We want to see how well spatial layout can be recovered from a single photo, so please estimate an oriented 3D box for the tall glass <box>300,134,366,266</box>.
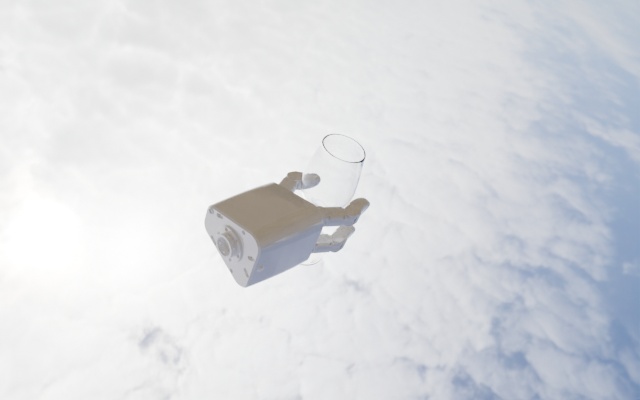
[{"bbox_3d":[0.000,0.003,0.690,0.079,0.201,0.079,14,39,-12],"label":"tall glass"}]
